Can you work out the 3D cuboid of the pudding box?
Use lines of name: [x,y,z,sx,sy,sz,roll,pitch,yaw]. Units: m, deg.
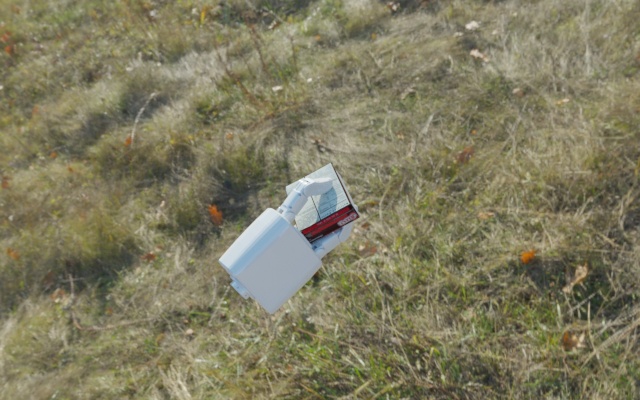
pudding box: [0.000,0.002,0.733,0.090,0.113,0.039,-28,-46,6]
